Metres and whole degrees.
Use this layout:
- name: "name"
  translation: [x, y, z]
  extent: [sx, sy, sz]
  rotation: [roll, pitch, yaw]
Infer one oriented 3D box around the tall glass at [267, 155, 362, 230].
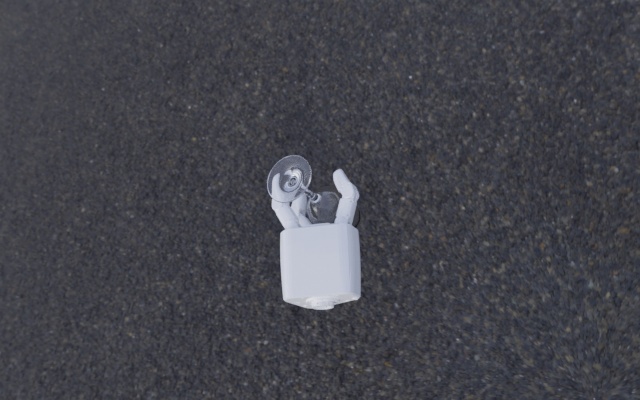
- name: "tall glass"
  translation: [0.000, 0.002, 0.770]
  extent: [0.079, 0.079, 0.201]
  rotation: [0, -20, 30]
